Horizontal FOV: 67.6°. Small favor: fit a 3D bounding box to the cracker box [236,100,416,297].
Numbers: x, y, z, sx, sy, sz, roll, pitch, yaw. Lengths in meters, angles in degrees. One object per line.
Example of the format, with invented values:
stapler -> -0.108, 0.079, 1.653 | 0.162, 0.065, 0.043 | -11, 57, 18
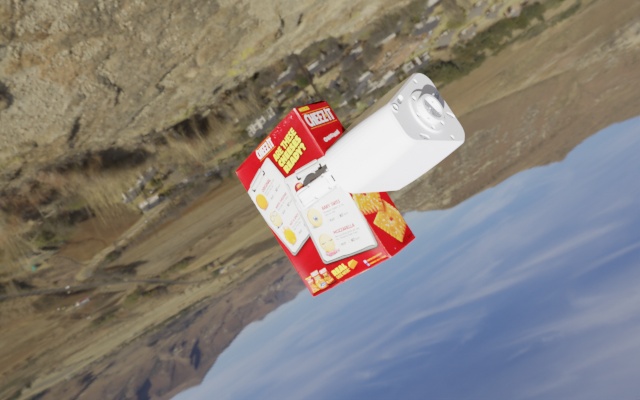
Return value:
cracker box -> 0.000, 0.002, 0.640 | 0.072, 0.213, 0.164 | -27, -7, -45
